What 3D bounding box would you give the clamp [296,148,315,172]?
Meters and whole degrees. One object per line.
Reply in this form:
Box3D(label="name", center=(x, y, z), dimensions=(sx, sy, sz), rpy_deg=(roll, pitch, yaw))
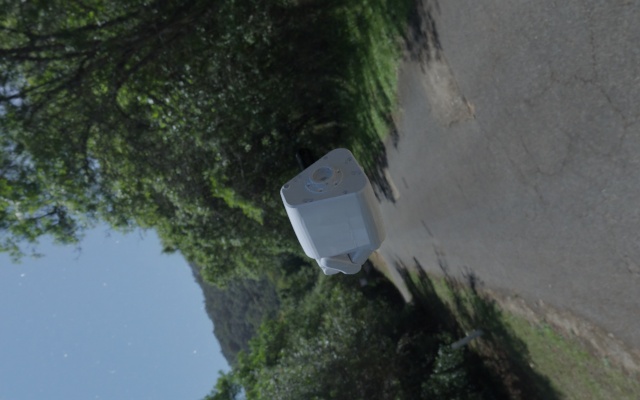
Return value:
Box3D(label="clamp", center=(0.000, 0.003, 0.730), dimensions=(0.039, 0.120, 0.171), rpy_deg=(-25, 45, -3))
